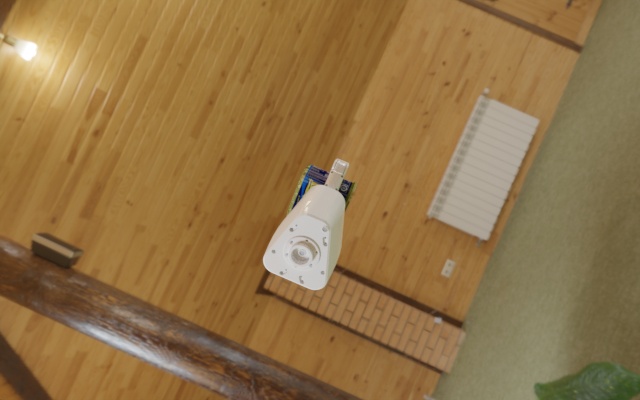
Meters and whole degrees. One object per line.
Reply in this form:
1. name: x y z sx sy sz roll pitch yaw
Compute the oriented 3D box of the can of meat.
1. can of meat: 0.000 0.002 0.761 0.084 0.102 0.057 23 26 2
